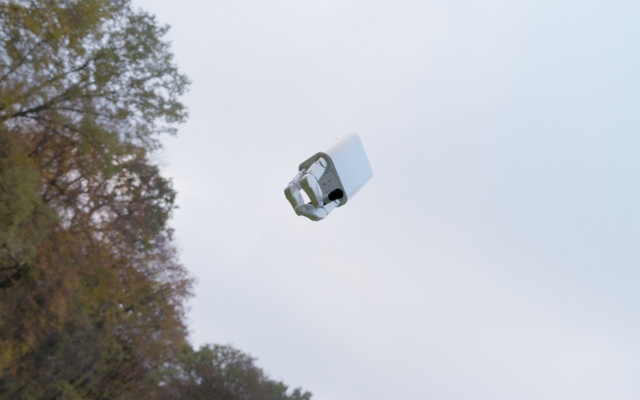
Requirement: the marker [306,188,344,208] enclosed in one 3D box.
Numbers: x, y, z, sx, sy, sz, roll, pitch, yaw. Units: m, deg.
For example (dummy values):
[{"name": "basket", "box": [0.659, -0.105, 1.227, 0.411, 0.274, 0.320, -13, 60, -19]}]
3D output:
[{"name": "marker", "box": [0.000, 0.003, 0.858, 0.020, 0.020, 0.121, 0, -17, -38]}]
